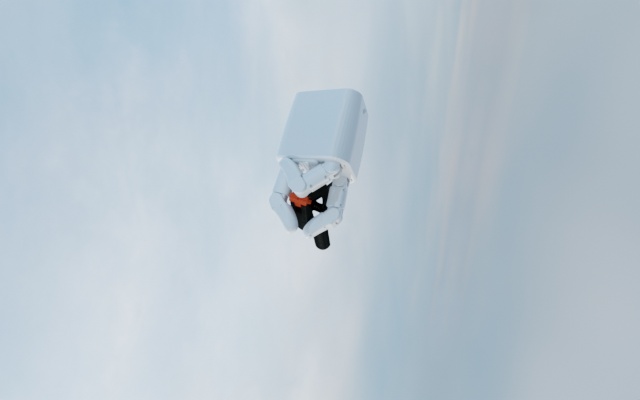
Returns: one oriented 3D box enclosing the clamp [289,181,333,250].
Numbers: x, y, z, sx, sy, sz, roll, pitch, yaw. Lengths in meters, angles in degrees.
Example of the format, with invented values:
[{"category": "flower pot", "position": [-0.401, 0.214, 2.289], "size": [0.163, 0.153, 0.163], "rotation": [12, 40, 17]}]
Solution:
[{"category": "clamp", "position": [-0.001, 0.002, 0.725], "size": [0.039, 0.120, 0.171], "rotation": [9, -15, 17]}]
